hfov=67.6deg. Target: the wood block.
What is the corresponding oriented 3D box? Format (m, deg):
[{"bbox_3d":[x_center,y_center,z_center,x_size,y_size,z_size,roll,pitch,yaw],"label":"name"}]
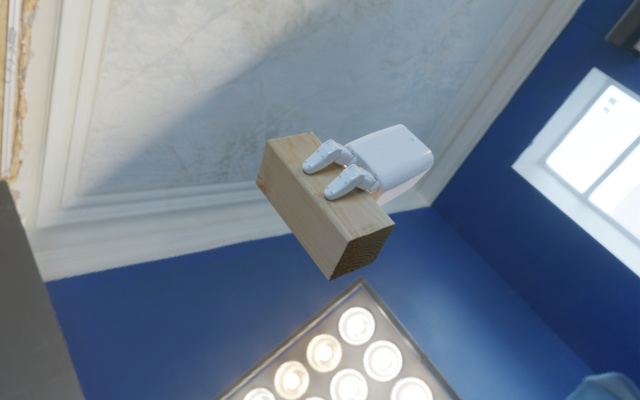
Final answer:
[{"bbox_3d":[0.000,0.002,0.703,0.090,0.091,0.206,-17,54,-35],"label":"wood block"}]
